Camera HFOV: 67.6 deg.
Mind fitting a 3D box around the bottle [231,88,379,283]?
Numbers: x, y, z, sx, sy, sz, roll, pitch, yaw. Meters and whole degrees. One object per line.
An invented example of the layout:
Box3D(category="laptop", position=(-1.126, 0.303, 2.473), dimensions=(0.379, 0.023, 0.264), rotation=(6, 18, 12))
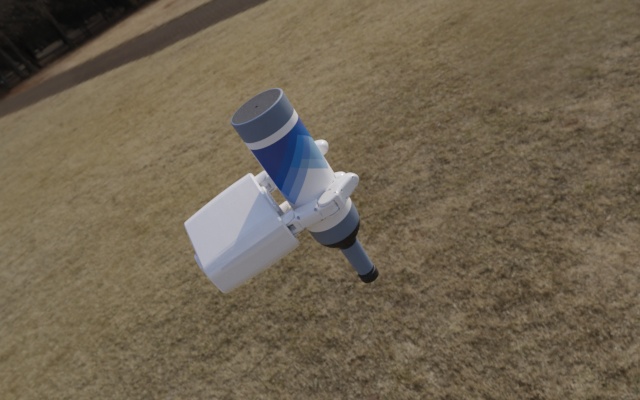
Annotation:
Box3D(category="bottle", position=(0.000, 0.002, 0.593), dimensions=(0.069, 0.296, 0.069), rotation=(-23, 33, 16))
